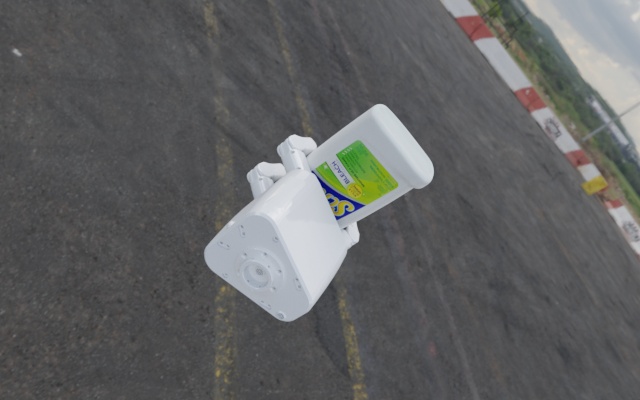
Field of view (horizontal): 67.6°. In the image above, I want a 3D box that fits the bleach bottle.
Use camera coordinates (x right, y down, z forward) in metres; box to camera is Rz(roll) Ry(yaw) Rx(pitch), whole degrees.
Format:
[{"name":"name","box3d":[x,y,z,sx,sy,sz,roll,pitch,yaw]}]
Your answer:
[{"name":"bleach bottle","box3d":[0.000,0.002,0.558,0.251,0.102,0.068,-37,7,29]}]
